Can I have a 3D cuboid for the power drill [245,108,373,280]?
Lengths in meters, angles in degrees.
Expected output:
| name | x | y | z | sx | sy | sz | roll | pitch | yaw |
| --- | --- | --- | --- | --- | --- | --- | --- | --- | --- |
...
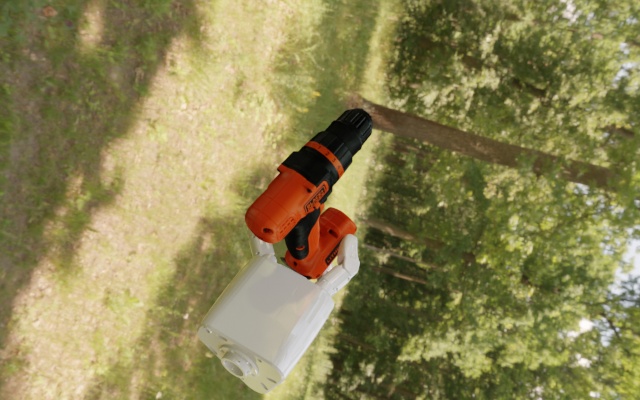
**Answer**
| name | x | y | z | sx | sy | sz | roll | pitch | yaw |
| --- | --- | --- | --- | --- | --- | --- | --- | --- | --- |
| power drill | 0.000 | 0.002 | 0.564 | 0.057 | 0.184 | 0.188 | 34 | -20 | 25 |
